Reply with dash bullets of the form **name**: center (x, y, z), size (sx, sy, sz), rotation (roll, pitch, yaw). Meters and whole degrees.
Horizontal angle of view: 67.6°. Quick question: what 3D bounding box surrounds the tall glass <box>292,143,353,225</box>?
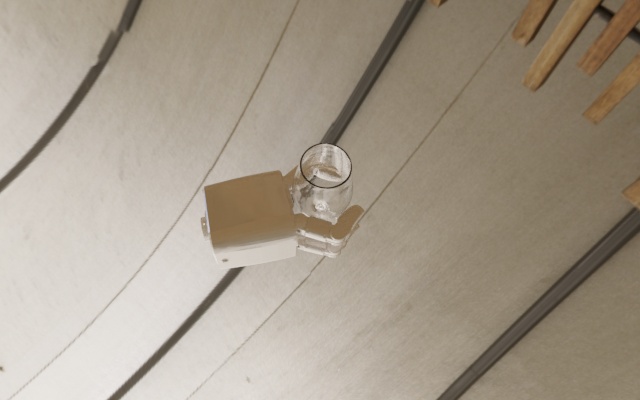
- **tall glass**: center (0.000, 0.002, 0.644), size (0.079, 0.079, 0.201), rotation (0, -26, -4)
